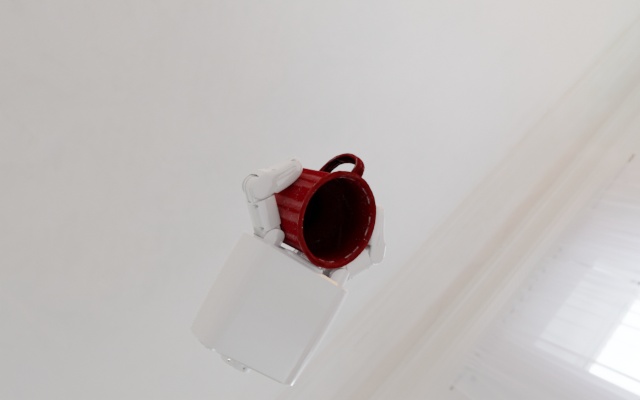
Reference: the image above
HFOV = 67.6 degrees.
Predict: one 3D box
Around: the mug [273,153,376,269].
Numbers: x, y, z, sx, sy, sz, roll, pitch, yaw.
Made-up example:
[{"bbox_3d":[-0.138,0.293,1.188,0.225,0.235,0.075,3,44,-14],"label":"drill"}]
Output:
[{"bbox_3d":[0.001,0.000,0.475,0.093,0.117,0.081,39,-13,-36],"label":"mug"}]
